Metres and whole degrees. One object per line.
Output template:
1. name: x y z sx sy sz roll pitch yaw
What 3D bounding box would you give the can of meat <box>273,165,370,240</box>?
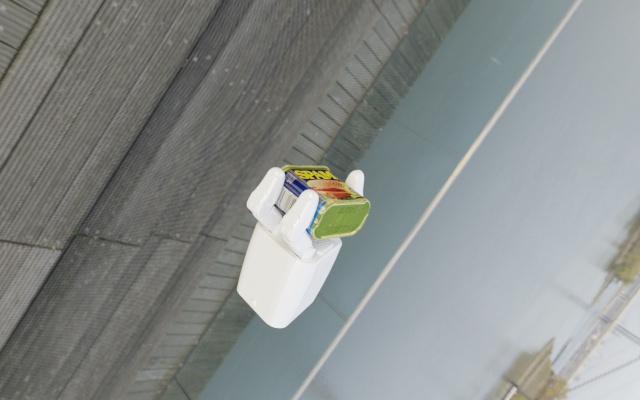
1. can of meat: 0.000 0.002 0.582 0.084 0.057 0.102 38 25 32
